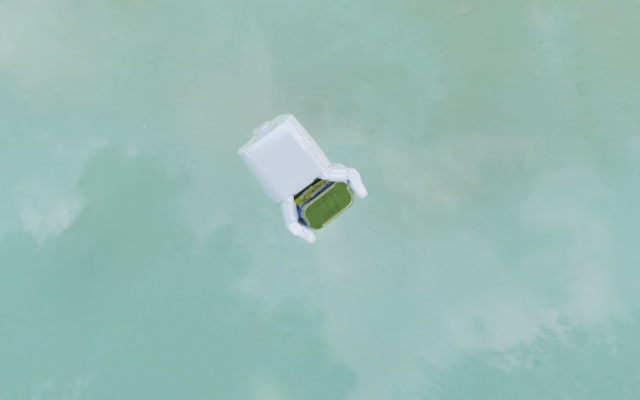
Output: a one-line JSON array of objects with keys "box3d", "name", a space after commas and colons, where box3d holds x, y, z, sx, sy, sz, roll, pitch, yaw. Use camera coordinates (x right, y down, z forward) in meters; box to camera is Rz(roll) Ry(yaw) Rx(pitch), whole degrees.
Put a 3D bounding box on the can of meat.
[{"box3d": [0.000, 0.003, 0.840, 0.102, 0.057, 0.084, -38, 18, -11], "name": "can of meat"}]
